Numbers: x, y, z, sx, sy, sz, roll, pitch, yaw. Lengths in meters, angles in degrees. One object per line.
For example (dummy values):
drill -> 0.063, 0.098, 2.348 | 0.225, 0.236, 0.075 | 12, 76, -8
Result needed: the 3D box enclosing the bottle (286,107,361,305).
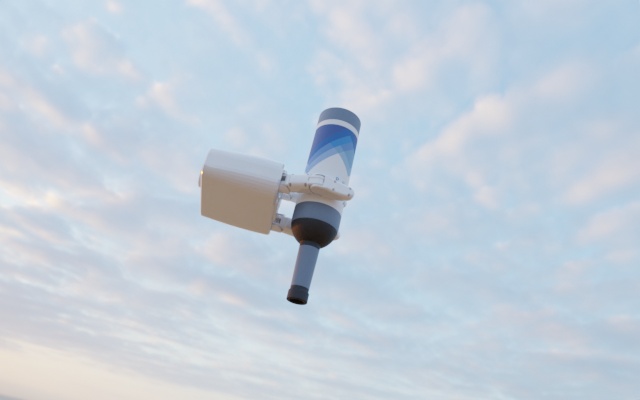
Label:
bottle -> 0.000, 0.002, 0.673 | 0.069, 0.295, 0.069 | 10, -29, 6
